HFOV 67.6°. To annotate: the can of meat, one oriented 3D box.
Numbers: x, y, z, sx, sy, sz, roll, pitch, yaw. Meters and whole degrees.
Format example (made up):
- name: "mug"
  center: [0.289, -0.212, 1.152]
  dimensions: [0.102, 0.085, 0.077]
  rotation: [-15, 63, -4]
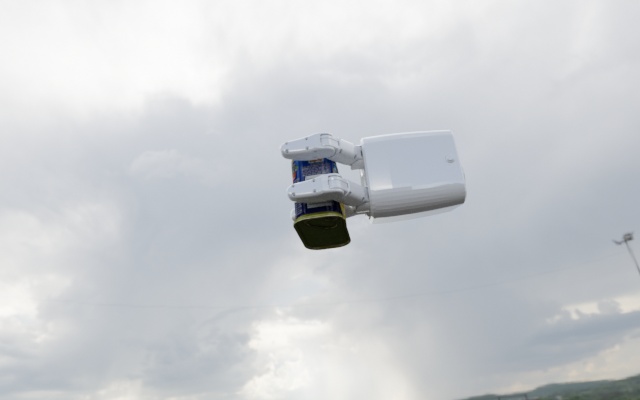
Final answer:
- name: "can of meat"
  center: [0.000, 0.002, 0.565]
  dimensions: [0.057, 0.084, 0.102]
  rotation: [-8, -25, 6]
